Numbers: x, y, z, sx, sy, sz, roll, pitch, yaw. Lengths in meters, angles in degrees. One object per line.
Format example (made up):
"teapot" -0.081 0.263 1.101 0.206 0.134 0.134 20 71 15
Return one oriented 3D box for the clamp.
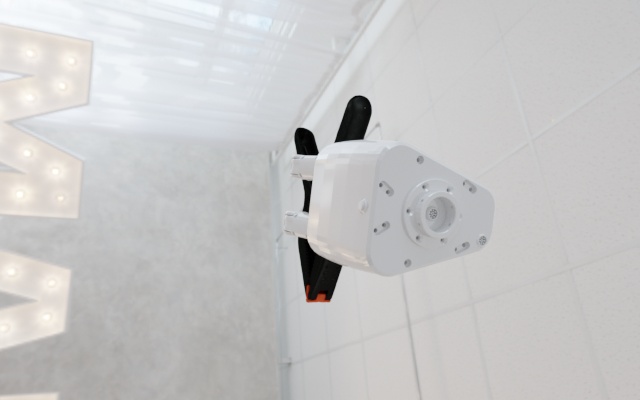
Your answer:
"clamp" 0.001 0.002 0.518 0.036 0.210 0.164 5 2 -22
